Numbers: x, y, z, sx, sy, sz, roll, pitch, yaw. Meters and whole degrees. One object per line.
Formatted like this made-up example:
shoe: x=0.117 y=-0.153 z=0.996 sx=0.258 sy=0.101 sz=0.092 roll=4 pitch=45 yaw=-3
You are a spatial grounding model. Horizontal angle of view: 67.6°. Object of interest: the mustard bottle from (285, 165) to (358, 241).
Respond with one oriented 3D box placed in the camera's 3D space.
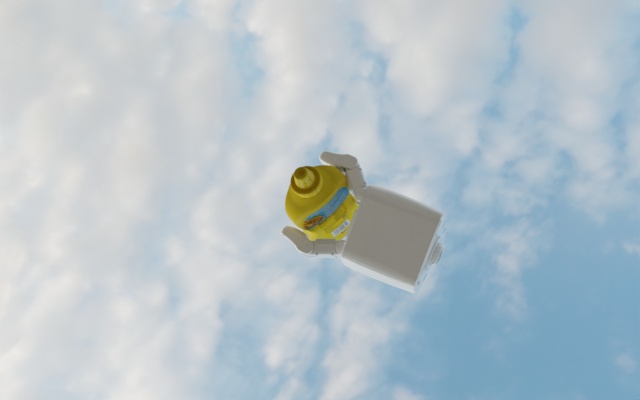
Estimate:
mustard bottle: x=0.000 y=0.002 z=0.668 sx=0.096 sy=0.058 sz=0.192 roll=-40 pitch=-26 yaw=-3
